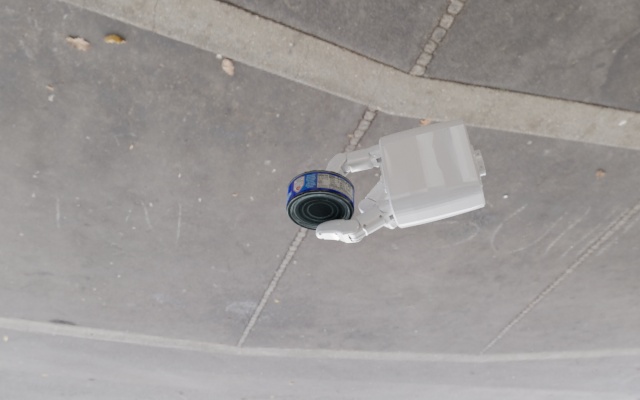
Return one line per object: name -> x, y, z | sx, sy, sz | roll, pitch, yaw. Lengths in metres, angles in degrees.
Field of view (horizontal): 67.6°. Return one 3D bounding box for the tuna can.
tuna can -> 0.000, 0.002, 0.596 | 0.086, 0.033, 0.086 | 2, -37, 1
